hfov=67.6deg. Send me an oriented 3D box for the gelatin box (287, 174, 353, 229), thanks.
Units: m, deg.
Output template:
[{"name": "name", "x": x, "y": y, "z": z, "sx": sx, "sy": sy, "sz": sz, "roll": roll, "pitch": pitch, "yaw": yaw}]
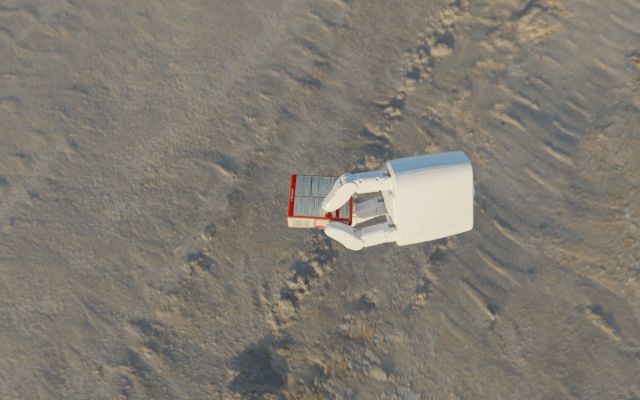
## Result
[{"name": "gelatin box", "x": 0.000, "y": 0.002, "z": 0.670, "sx": 0.089, "sy": 0.073, "sz": 0.030, "roll": 3, "pitch": -33, "yaw": -1}]
